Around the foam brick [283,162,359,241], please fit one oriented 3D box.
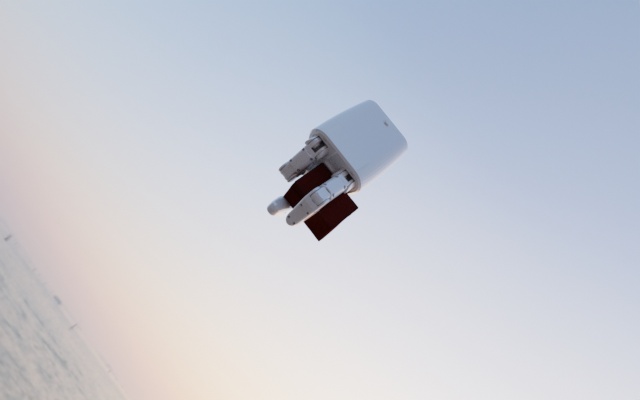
[{"bbox_3d":[0.000,0.002,0.616,0.051,0.078,0.053,-36,-5,-30],"label":"foam brick"}]
